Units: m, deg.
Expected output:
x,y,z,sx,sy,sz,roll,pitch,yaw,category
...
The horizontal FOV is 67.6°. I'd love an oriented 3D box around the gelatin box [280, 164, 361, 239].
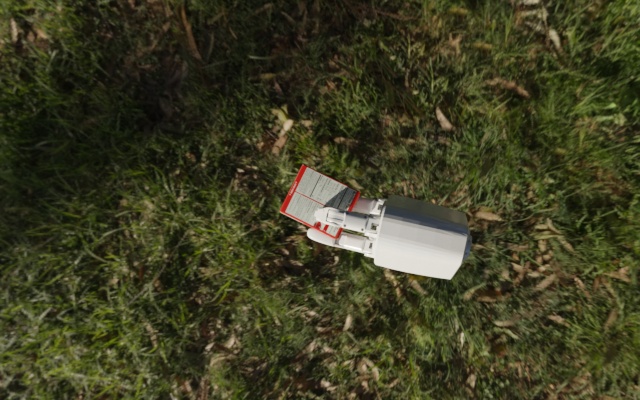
x,y,z,sx,sy,sz,roll,pitch,yaw,category
0.000,0.002,0.655,0.089,0.073,0.030,26,0,6,gelatin box
